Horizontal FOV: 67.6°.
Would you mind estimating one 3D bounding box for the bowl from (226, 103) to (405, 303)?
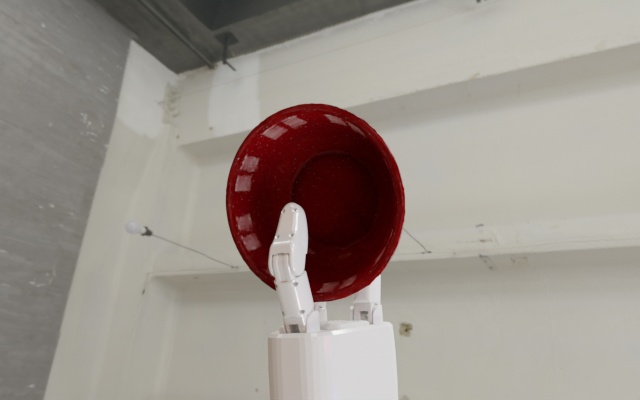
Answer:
[{"bbox_3d":[0.000,0.000,0.409,0.162,0.162,0.055,0,4,25],"label":"bowl"}]
